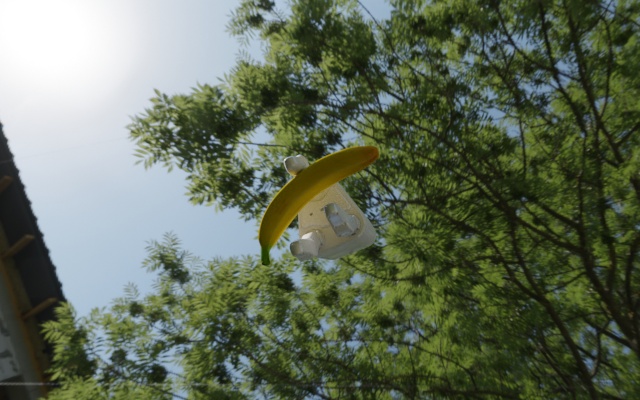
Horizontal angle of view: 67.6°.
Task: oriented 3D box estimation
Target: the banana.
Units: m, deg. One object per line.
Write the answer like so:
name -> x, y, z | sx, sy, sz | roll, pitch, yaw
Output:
banana -> -0.014, -0.007, 0.598 | 0.069, 0.198, 0.037 | 45, 1, 30
